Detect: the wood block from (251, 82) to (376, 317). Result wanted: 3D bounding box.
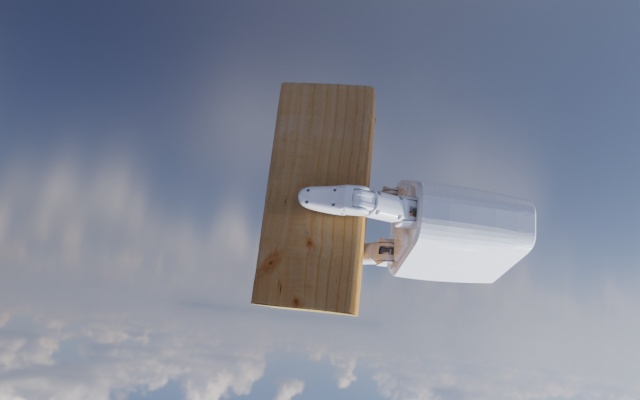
[{"bbox_3d":[0.000,0.002,0.460,0.090,0.206,0.091,4,-14,8],"label":"wood block"}]
